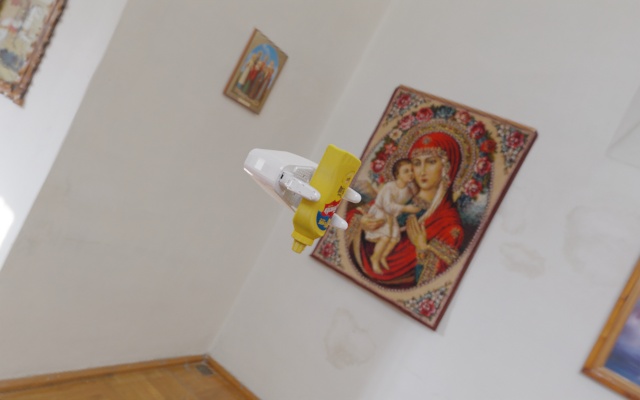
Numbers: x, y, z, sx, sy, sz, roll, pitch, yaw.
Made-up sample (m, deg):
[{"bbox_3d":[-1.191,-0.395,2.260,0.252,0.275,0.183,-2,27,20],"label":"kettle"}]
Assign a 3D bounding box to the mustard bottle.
[{"bbox_3d":[0.001,0.003,0.821,0.058,0.191,0.096,28,2,19],"label":"mustard bottle"}]
